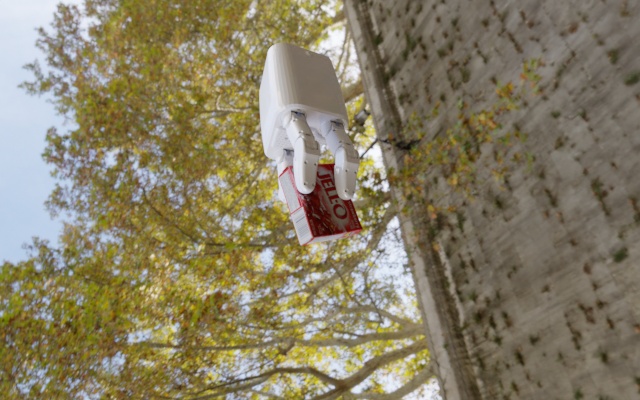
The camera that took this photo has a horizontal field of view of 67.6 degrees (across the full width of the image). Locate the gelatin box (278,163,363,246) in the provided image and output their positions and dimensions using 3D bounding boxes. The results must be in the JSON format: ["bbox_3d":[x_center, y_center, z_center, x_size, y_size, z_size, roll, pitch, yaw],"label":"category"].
[{"bbox_3d":[0.000,0.002,0.545,0.073,0.089,0.030,-6,-20,-38],"label":"gelatin box"}]
